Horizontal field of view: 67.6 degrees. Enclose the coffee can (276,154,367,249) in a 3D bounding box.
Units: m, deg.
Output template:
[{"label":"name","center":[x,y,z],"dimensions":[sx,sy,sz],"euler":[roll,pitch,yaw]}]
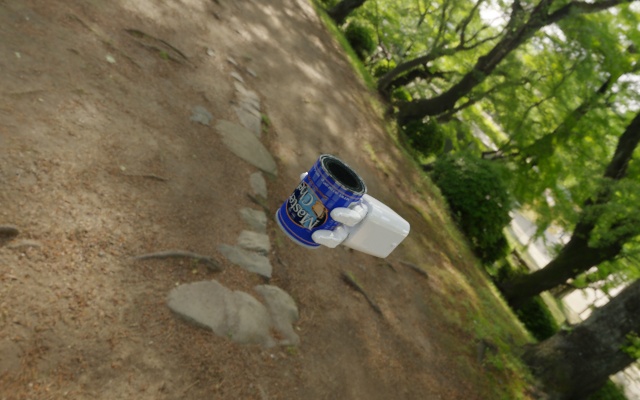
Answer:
[{"label":"coffee can","center":[0.000,0.003,0.854],"dimensions":[0.103,0.140,0.102],"euler":[32,25,-17]}]
